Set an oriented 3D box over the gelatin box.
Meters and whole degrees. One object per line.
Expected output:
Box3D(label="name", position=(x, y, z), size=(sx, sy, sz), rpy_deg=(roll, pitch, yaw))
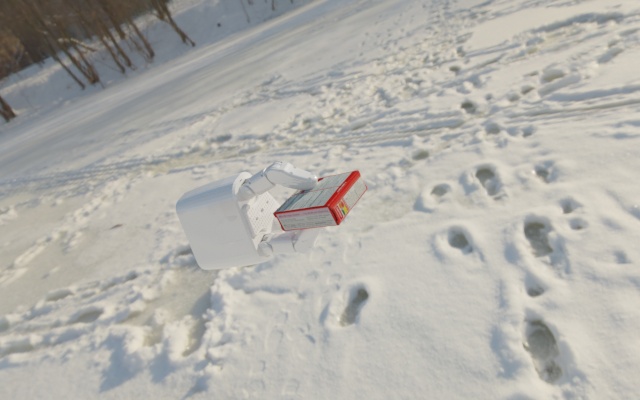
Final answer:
Box3D(label="gelatin box", position=(0.000, 0.001, 0.556), size=(0.089, 0.030, 0.073), rpy_deg=(-10, 27, 41))
